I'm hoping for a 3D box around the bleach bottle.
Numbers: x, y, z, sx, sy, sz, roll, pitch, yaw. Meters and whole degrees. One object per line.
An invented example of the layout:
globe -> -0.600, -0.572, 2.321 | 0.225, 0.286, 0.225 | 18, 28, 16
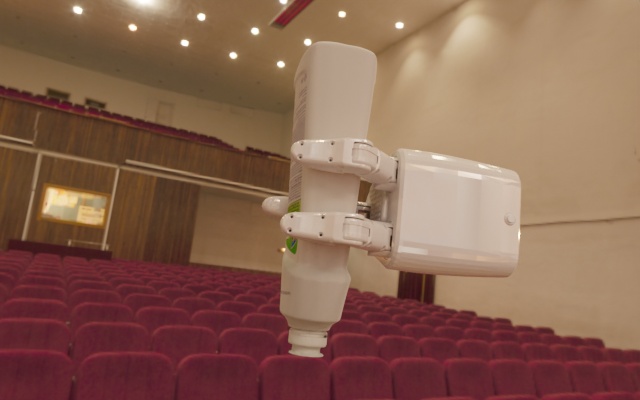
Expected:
bleach bottle -> 0.000, 0.001, 0.411 | 0.068, 0.250, 0.102 | 8, -10, -9
